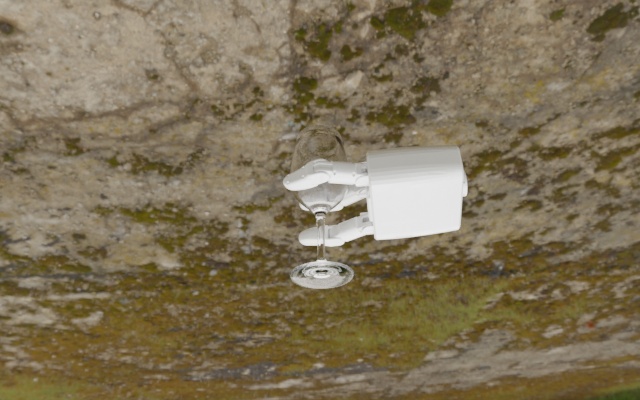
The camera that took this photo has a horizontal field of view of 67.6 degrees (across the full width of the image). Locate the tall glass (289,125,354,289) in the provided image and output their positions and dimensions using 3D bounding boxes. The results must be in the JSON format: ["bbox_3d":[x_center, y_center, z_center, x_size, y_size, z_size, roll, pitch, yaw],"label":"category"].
[{"bbox_3d":[0.000,0.003,0.595,0.079,0.201,0.079,-1,-32,-1],"label":"tall glass"}]
